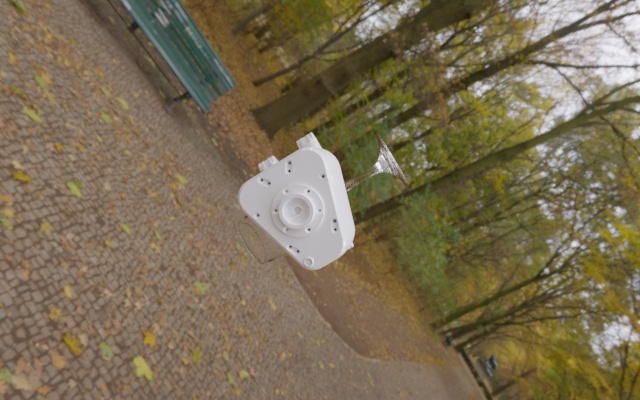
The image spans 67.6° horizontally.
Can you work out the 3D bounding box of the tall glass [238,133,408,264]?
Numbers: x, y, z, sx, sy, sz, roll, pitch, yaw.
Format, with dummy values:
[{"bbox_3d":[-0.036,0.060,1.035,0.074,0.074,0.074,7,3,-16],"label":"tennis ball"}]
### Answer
[{"bbox_3d":[0.001,0.002,0.577,0.201,0.079,0.079,-31,-4,7],"label":"tall glass"}]
